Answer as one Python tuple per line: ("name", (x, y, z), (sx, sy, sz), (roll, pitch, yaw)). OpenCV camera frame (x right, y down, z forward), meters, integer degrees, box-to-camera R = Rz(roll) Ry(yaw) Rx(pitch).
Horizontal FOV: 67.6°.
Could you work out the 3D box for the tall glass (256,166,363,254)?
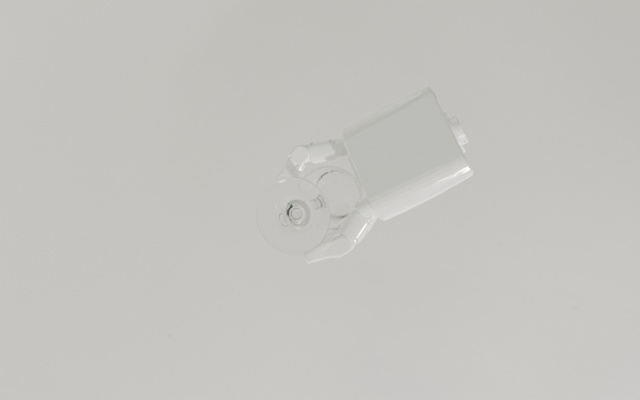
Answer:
("tall glass", (0.000, 0.002, 0.545), (0.079, 0.079, 0.201), (0, 7, 15))
